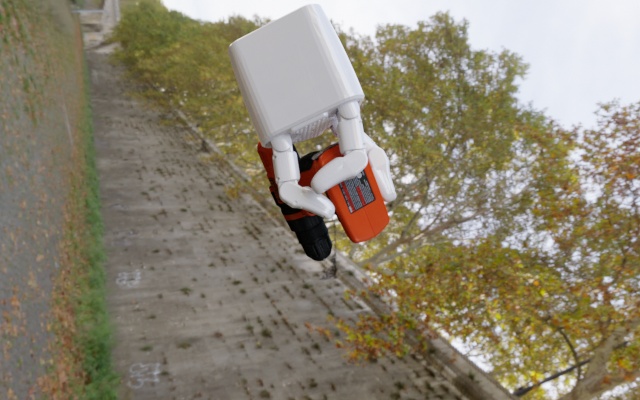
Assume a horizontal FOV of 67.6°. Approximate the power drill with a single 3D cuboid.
[{"bbox_3d":[0.000,0.002,0.572,0.057,0.184,0.187,-32,17,-24],"label":"power drill"}]
